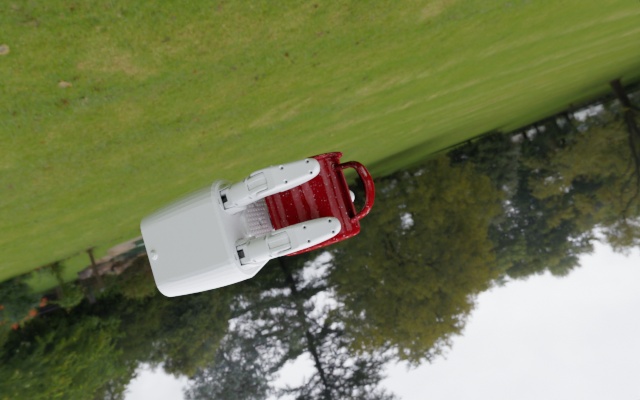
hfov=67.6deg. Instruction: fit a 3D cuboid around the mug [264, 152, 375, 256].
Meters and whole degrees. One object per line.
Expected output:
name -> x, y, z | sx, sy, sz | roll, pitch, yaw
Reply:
mug -> 0.001, 0.001, 0.467 | 0.117, 0.081, 0.093 | -19, -3, 28
